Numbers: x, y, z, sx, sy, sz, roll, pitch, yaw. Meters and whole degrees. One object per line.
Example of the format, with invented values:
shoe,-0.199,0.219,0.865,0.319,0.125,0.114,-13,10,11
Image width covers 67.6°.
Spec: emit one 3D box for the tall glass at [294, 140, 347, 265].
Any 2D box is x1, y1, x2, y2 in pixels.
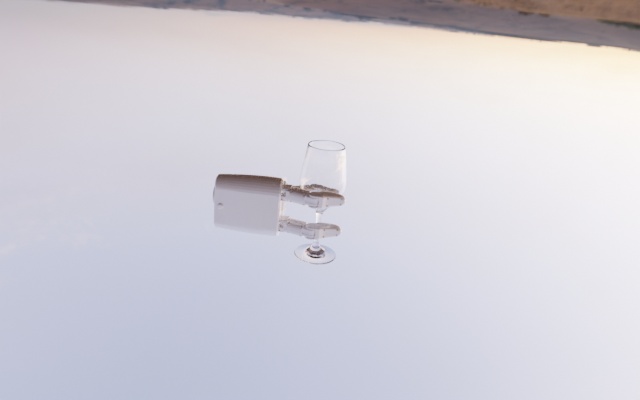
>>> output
tall glass,0.000,0.003,0.806,0.079,0.201,0.079,6,22,-2
